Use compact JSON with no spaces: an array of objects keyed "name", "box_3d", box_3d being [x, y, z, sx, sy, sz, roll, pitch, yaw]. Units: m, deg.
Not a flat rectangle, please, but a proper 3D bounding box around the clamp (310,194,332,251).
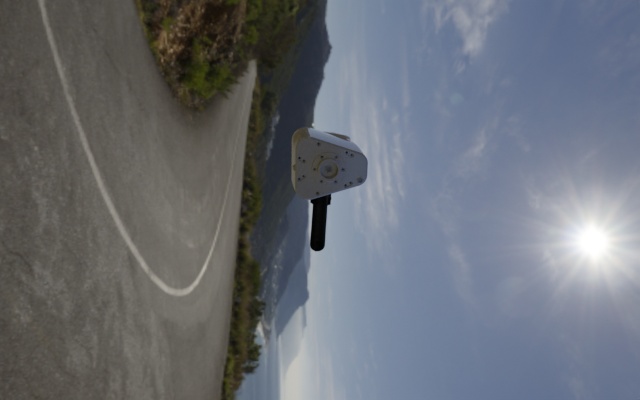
[{"name":"clamp","box_3d":[0.001,0.003,0.815,0.039,0.171,0.120,0,14,-4]}]
